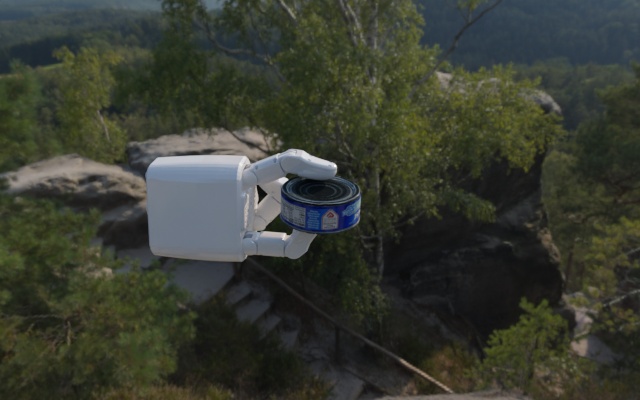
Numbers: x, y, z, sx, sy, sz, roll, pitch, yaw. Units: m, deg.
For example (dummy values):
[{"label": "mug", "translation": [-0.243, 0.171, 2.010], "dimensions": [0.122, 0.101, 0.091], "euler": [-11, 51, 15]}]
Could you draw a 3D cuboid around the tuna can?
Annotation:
[{"label": "tuna can", "translation": [0.000, 0.001, 0.505], "dimensions": [0.086, 0.034, 0.086], "euler": [2, 24, -1]}]
